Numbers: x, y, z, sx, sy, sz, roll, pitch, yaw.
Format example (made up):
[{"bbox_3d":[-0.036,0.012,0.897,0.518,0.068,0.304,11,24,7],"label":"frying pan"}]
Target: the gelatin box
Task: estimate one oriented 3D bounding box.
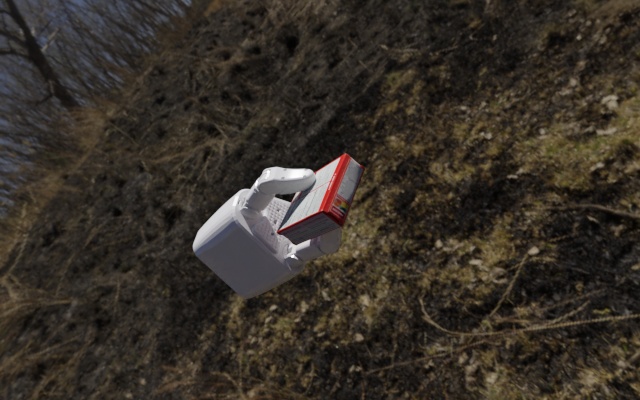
[{"bbox_3d":[0.000,0.001,0.489,0.030,0.073,0.089,36,-34,-19],"label":"gelatin box"}]
